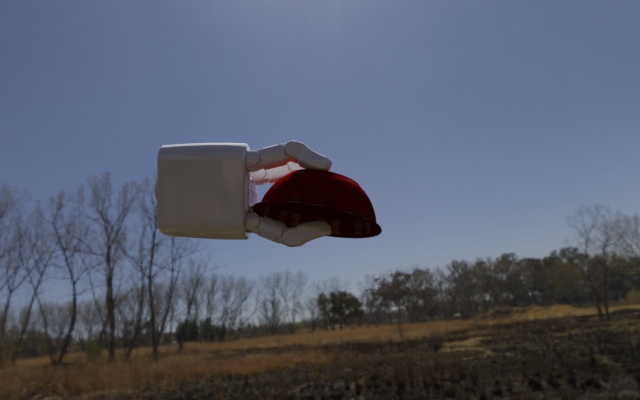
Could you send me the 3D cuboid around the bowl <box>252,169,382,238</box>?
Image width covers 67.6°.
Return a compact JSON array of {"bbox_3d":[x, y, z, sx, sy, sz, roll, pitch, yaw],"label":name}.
[{"bbox_3d":[0.001,0.002,0.596,0.162,0.055,0.162,10,-15,3],"label":"bowl"}]
